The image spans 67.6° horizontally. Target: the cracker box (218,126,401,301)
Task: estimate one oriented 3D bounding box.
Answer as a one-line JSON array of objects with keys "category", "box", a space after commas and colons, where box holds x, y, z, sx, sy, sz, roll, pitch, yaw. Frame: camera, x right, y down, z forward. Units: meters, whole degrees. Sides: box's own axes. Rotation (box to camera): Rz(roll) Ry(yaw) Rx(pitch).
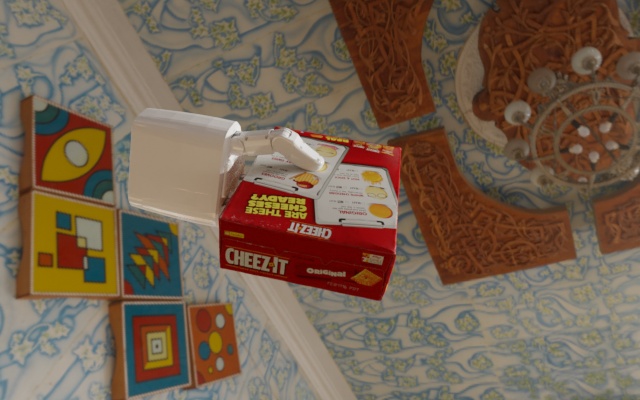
[{"category": "cracker box", "box": [0.000, 0.001, 0.527, 0.164, 0.072, 0.213, 11, 34, 4]}]
